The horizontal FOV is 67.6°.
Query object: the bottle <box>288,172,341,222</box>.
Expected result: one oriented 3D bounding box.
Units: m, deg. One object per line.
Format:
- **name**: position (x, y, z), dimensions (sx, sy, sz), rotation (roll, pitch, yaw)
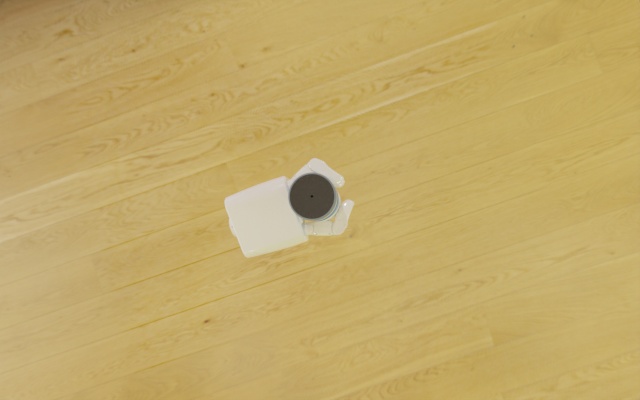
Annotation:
- **bottle**: position (0.000, 0.003, 0.799), dimensions (0.069, 0.069, 0.296), rotation (0, -3, 5)
